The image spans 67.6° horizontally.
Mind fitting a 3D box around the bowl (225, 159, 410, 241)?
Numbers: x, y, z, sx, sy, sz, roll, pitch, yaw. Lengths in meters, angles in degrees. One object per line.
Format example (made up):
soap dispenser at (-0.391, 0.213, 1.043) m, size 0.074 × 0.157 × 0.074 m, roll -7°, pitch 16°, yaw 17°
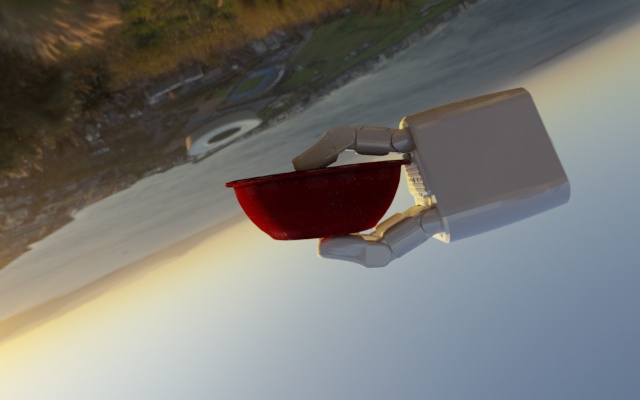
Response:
bowl at (-0.001, 0.002, 0.421) m, size 0.162 × 0.055 × 0.162 m, roll -7°, pitch 2°, yaw 0°
